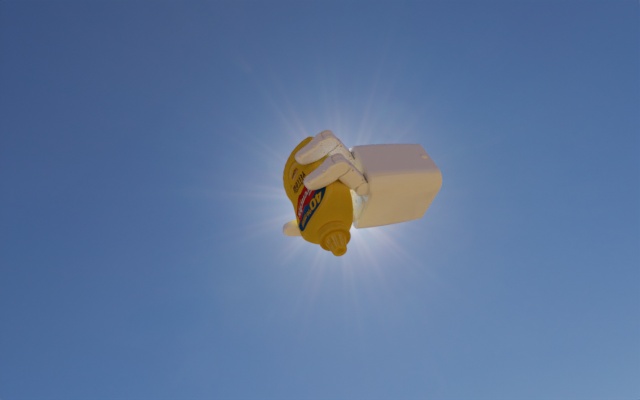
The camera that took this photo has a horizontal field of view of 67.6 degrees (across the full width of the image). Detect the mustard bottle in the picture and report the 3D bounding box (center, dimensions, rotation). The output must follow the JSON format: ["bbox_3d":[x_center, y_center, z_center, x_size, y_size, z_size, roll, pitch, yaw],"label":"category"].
[{"bbox_3d":[0.000,0.002,0.642,0.058,0.096,0.191,15,32,-29],"label":"mustard bottle"}]
